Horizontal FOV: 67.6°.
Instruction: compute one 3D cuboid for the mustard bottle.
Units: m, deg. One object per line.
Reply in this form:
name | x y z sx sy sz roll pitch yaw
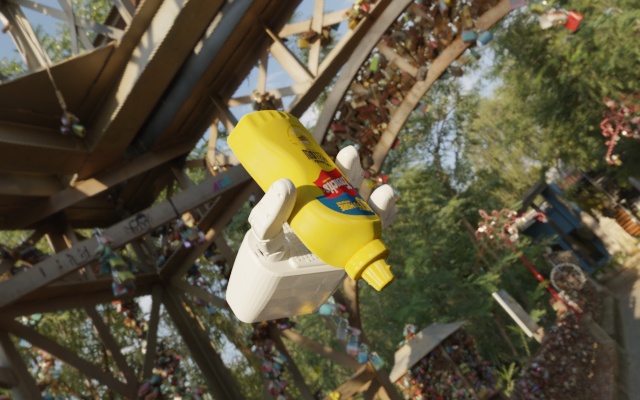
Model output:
mustard bottle | 0.000 0.001 0.432 0.058 0.191 0.096 -48 -25 22
